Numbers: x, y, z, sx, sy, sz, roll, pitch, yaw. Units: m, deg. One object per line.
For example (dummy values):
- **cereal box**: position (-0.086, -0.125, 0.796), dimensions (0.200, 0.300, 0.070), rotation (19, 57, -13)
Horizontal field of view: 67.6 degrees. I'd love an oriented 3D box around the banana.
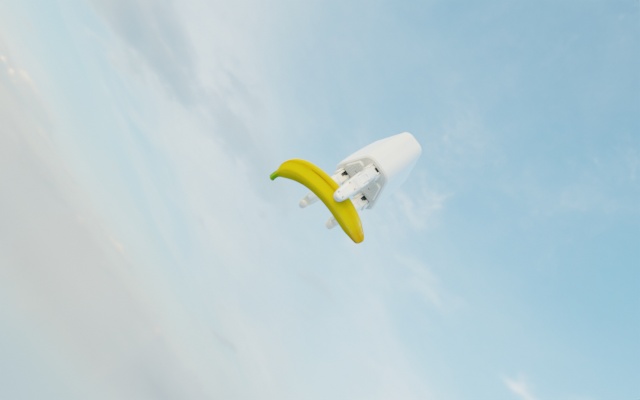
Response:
- **banana**: position (0.001, -0.012, 0.759), dimensions (0.197, 0.070, 0.037), rotation (38, 49, 22)
